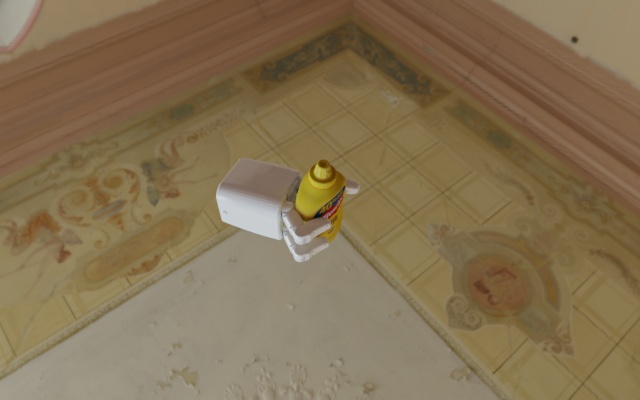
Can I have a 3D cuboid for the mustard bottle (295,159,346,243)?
[{"bbox_3d":[0.000,0.003,0.754,0.058,0.096,0.192,37,-29,21],"label":"mustard bottle"}]
